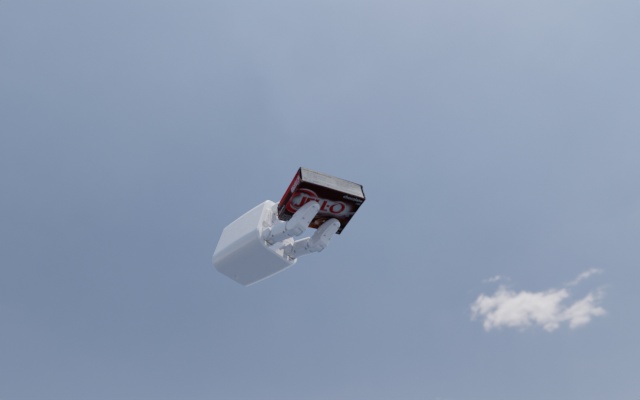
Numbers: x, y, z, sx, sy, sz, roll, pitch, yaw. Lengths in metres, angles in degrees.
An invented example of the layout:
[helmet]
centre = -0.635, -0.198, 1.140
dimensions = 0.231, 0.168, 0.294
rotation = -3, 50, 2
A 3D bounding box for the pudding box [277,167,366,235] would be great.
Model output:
[pudding box]
centre = 0.000, 0.002, 0.749
dimensions = 0.113, 0.039, 0.090
rotation = 13, -47, -23
